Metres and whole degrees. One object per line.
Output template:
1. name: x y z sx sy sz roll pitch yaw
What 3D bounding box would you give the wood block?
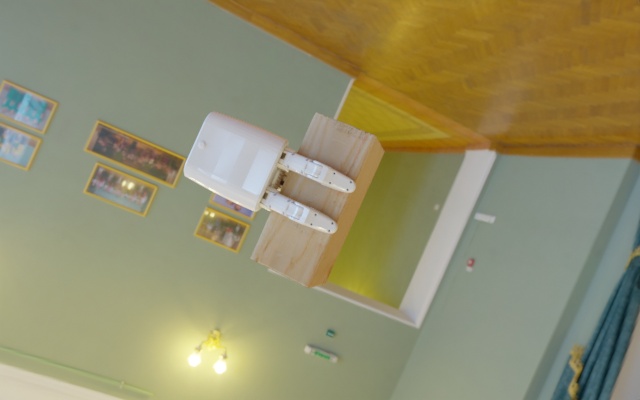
1. wood block: 0.000 0.002 0.641 0.090 0.206 0.091 24 0 15
